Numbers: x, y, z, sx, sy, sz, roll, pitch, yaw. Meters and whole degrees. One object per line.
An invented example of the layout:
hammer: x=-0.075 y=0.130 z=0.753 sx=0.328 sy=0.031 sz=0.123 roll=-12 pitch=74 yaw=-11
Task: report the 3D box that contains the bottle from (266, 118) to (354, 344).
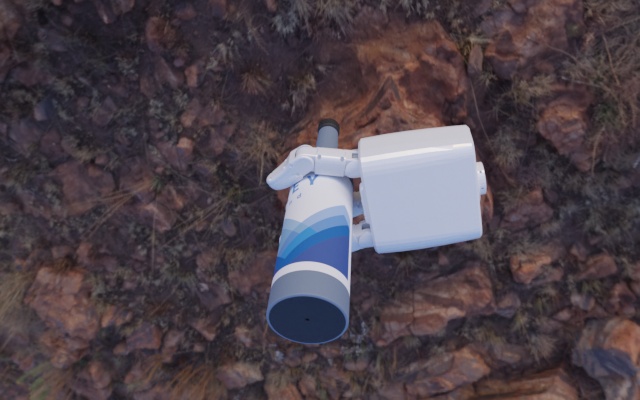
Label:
bottle: x=0.000 y=0.002 z=0.492 sx=0.069 sy=0.069 sz=0.295 roll=0 pitch=40 yaw=5
